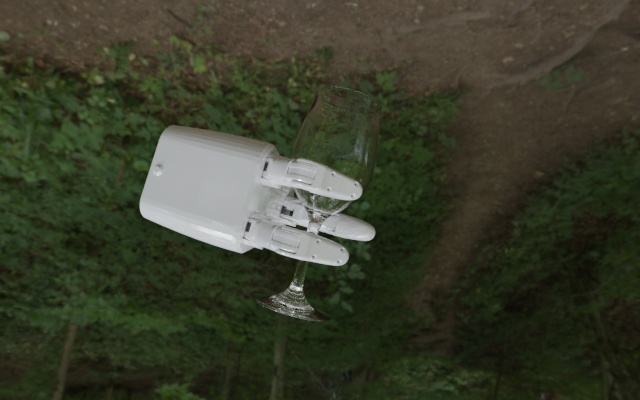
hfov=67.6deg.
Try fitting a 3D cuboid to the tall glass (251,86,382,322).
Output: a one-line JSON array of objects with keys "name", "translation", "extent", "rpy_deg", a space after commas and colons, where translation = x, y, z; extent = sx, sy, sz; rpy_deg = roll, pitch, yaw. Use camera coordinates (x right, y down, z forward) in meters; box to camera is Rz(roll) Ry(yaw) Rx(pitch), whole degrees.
[{"name": "tall glass", "translation": [0.000, 0.002, 0.437], "extent": [0.079, 0.201, 0.079], "rpy_deg": [16, -4, 1]}]
